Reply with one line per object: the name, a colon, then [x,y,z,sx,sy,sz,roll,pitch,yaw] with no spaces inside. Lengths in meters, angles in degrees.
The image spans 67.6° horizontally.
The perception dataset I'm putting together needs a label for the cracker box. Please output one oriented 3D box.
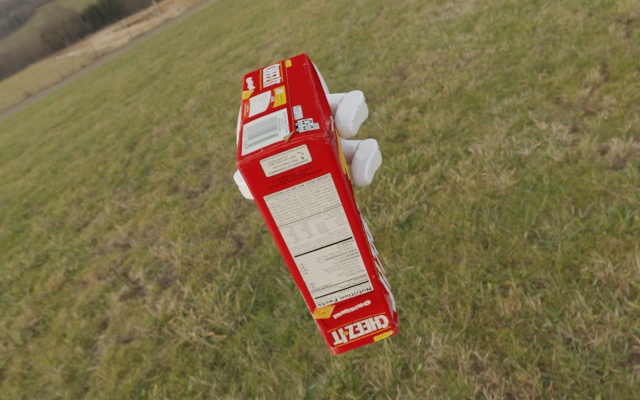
cracker box: [0.000,0.001,0.425,0.072,0.214,0.164,-19,34,5]
